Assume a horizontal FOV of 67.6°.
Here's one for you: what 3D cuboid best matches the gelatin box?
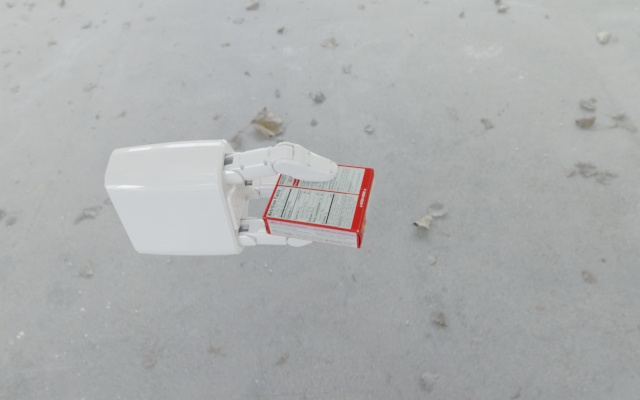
[{"bbox_3d":[0.000,0.001,0.437,0.089,0.073,0.030,7,-37,13],"label":"gelatin box"}]
